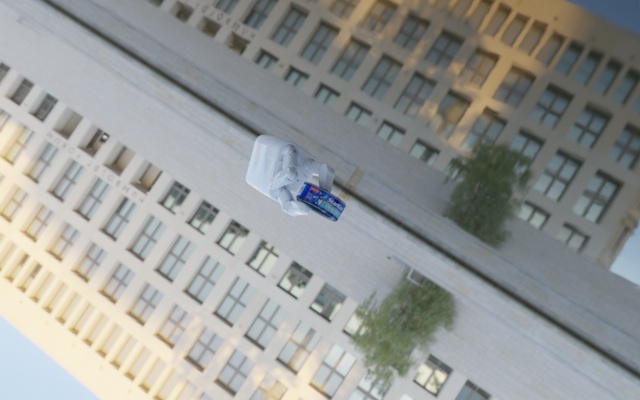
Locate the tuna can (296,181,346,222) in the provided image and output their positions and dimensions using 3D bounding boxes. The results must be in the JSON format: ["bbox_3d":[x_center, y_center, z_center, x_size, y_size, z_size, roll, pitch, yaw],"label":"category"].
[{"bbox_3d":[0.000,0.003,0.839,0.086,0.033,0.086,29,-8,4],"label":"tuna can"}]
